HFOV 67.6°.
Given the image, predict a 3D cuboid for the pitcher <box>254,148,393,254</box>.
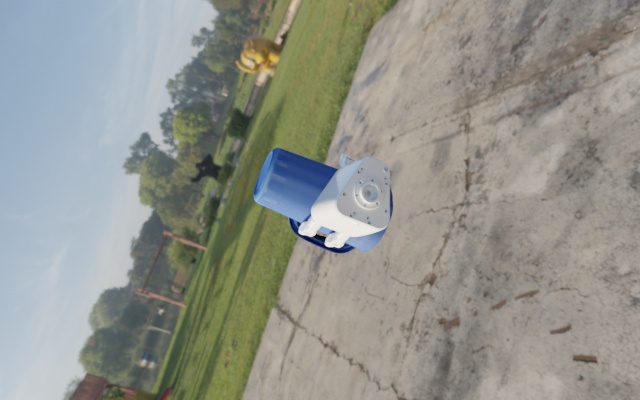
[{"bbox_3d":[0.000,0.003,0.897,0.243,0.149,0.145,22,-11,-15],"label":"pitcher"}]
